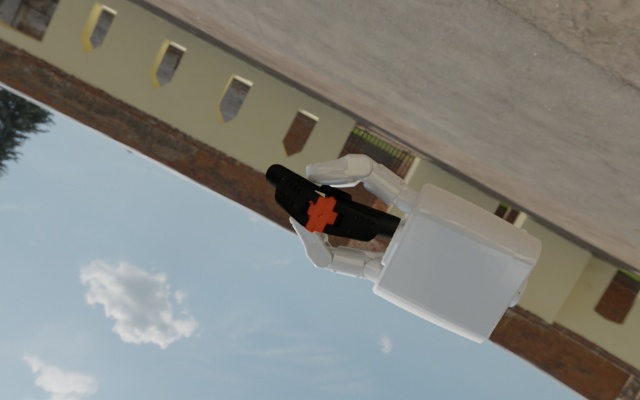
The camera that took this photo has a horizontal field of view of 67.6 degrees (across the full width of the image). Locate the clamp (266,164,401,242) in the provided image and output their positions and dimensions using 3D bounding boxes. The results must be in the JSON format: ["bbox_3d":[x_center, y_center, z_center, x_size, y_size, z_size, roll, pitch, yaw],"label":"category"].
[{"bbox_3d":[0.000,0.002,0.443,0.164,0.036,0.210,24,5,10],"label":"clamp"}]
